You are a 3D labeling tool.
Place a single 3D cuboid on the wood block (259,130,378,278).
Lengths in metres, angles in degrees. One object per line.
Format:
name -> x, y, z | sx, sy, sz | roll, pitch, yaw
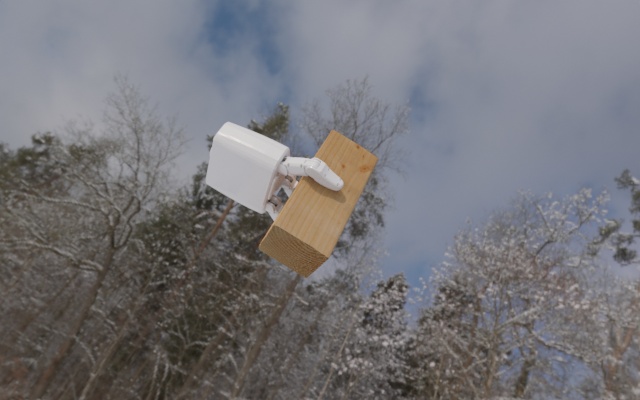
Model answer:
wood block -> 0.000, 0.002, 0.737 | 0.090, 0.206, 0.091 | 32, -35, -5
